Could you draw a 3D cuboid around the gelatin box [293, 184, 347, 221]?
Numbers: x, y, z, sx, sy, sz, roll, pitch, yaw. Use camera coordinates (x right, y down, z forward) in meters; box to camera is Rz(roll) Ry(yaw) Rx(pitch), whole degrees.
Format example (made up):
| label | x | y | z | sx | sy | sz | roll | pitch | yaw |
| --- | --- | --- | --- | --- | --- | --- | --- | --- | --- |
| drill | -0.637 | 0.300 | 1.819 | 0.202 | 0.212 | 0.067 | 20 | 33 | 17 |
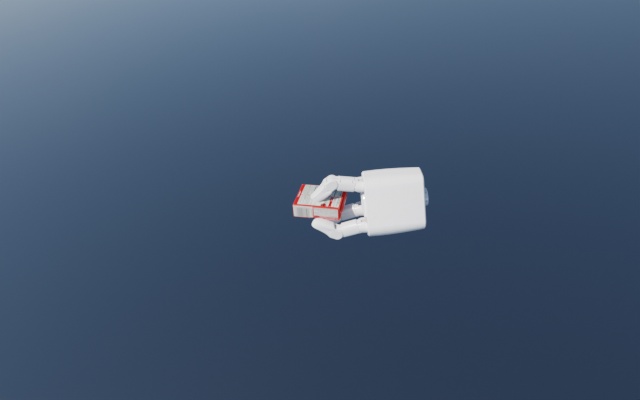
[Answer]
| label | x | y | z | sx | sy | sz | roll | pitch | yaw |
| --- | --- | --- | --- | --- | --- | --- | --- | --- | --- |
| gelatin box | 0.000 | 0.002 | 0.888 | 0.089 | 0.030 | 0.073 | 5 | 34 | 11 |
